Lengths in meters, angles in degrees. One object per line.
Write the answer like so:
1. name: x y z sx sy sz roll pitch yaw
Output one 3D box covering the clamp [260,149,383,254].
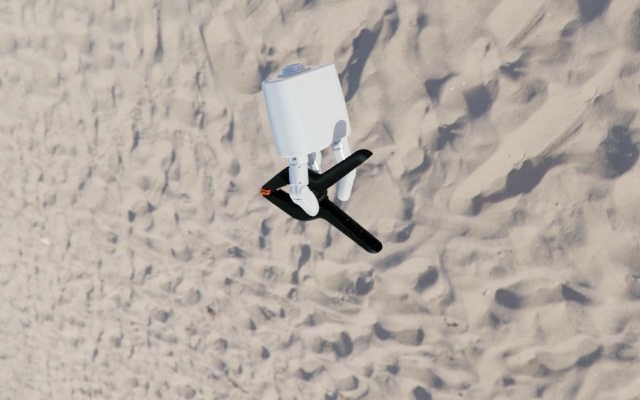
1. clamp: -0.001 0.003 0.724 0.210 0.165 0.036 2 28 35
